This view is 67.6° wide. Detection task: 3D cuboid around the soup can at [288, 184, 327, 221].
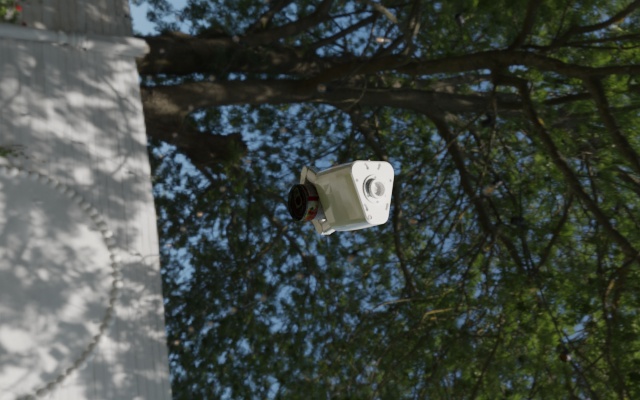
[{"bbox_3d":[0.000,0.003,0.885,0.102,0.068,0.068,-1,1,-33],"label":"soup can"}]
